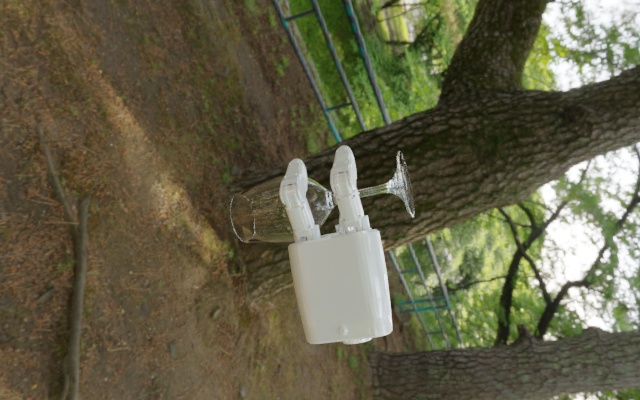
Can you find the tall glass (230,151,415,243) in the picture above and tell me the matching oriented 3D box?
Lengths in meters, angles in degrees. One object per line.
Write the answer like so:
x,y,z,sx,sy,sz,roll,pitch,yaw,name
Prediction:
0.001,0.002,0.545,0.201,0.079,0.079,-11,-3,17,tall glass
